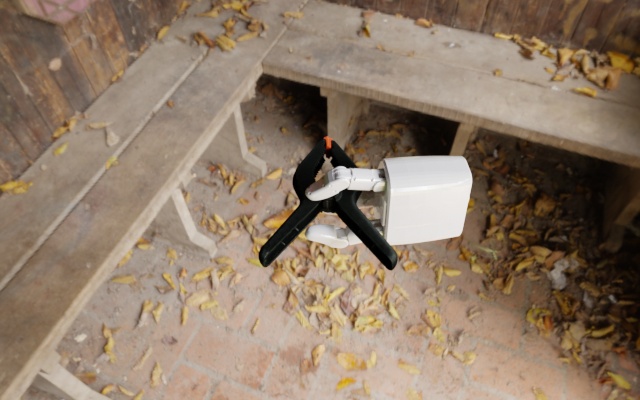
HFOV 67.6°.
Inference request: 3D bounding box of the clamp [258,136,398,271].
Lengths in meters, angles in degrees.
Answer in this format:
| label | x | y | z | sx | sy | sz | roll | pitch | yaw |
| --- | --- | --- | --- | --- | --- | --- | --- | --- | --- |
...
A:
| label | x | y | z | sx | sy | sz | roll | pitch | yaw |
| --- | --- | --- | --- | --- | --- | --- | --- | --- | --- |
| clamp | 0.000 | 0.001 | 0.617 | 0.164 | 0.209 | 0.036 | -3 | -37 | -6 |
